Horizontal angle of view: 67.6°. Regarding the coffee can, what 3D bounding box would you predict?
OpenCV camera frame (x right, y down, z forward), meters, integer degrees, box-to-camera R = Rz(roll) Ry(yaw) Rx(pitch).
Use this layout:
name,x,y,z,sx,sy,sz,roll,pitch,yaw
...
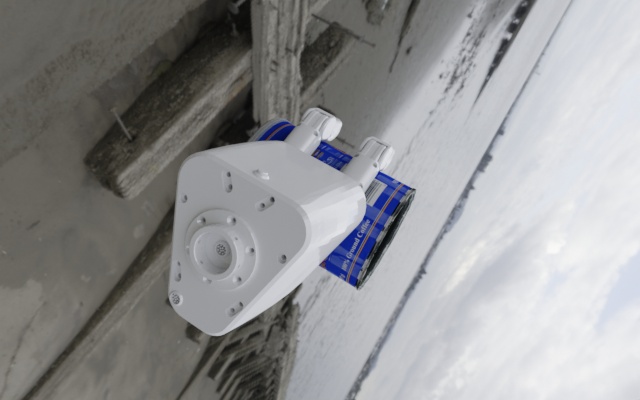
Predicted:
name,x,y,z,sx,sy,sz,roll,pitch,yaw
coffee can,0.000,0.001,0.434,0.140,0.103,0.103,29,8,14
